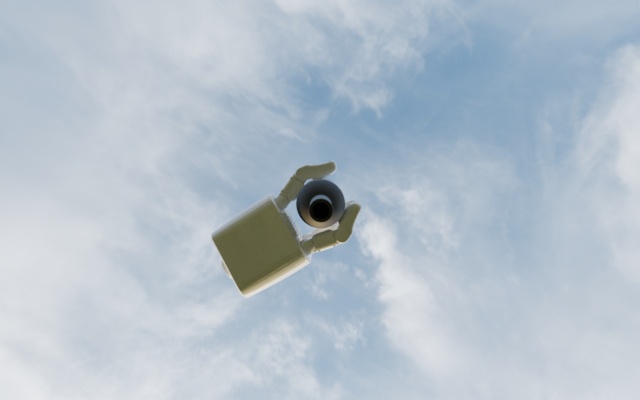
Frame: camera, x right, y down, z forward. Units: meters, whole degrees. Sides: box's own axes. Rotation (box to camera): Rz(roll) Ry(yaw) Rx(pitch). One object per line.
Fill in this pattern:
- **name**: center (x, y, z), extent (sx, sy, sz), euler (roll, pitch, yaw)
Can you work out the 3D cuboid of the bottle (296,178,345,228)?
- **bottle**: center (0.000, 0.002, 0.679), extent (0.069, 0.069, 0.295), euler (0, 4, 0)
